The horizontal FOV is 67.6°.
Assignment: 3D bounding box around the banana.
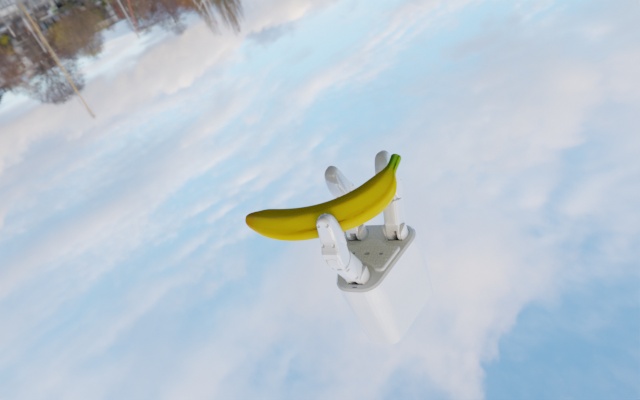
[{"bbox_3d":[0.004,0.012,0.532,0.198,0.037,0.069,-20,34,12],"label":"banana"}]
